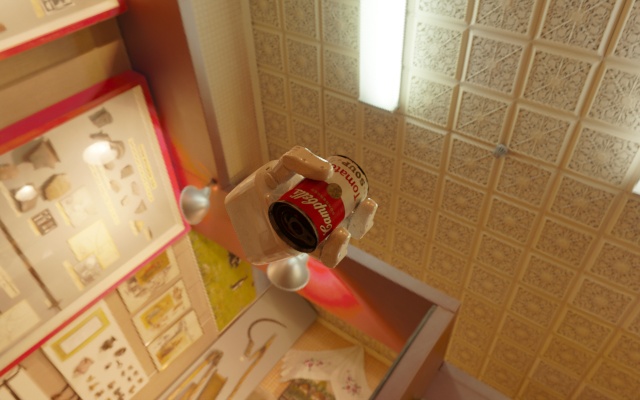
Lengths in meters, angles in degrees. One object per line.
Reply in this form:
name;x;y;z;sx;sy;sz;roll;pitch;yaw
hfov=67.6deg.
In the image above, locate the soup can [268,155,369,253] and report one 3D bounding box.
soup can;0.000;0.001;0.535;0.068;0.068;0.102;0;33;46
